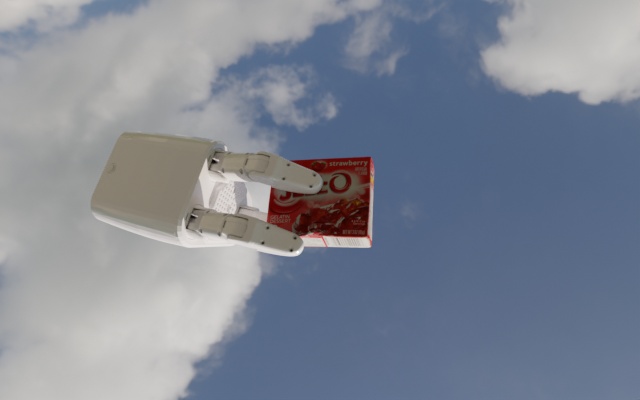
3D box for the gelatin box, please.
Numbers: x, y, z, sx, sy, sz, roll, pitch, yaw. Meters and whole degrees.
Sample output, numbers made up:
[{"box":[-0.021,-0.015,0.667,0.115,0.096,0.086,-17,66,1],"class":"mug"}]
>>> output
[{"box":[0.000,0.002,0.410,0.089,0.073,0.030,0,-23,13],"class":"gelatin box"}]
